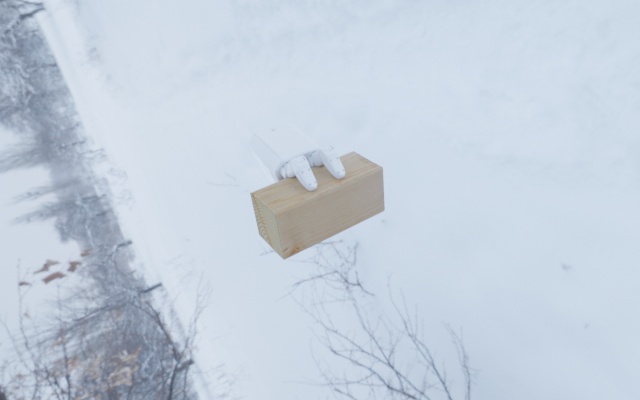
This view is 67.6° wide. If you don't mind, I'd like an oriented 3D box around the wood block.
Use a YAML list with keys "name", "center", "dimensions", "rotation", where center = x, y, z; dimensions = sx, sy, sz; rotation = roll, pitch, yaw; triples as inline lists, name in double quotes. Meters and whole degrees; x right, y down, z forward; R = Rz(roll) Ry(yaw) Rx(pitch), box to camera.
- name: "wood block"
  center: [0.000, 0.003, 0.802]
  dimensions: [0.206, 0.091, 0.090]
  rotation: [-24, 36, -25]
